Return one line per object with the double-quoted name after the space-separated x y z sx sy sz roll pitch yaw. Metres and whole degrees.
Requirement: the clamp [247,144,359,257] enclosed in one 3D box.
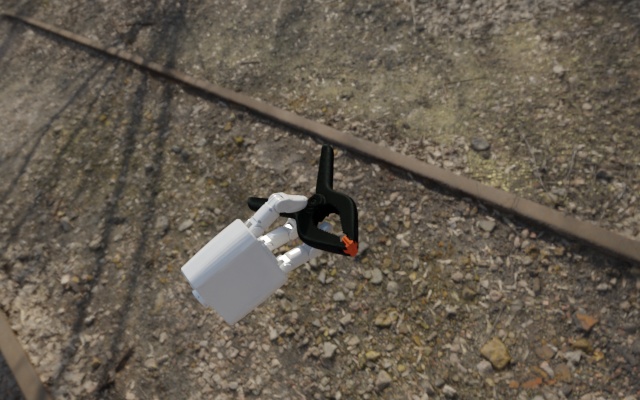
0.000 0.002 0.715 0.210 0.164 0.036 40 -12 42 "clamp"
